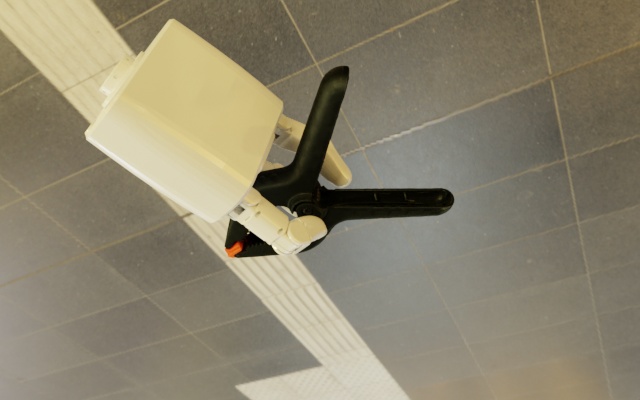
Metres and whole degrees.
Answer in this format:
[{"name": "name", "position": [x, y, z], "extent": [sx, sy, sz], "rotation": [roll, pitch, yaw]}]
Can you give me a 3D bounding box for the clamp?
[{"name": "clamp", "position": [-0.001, 0.002, 0.422], "extent": [0.164, 0.036, 0.210], "rotation": [37, -57, -26]}]
